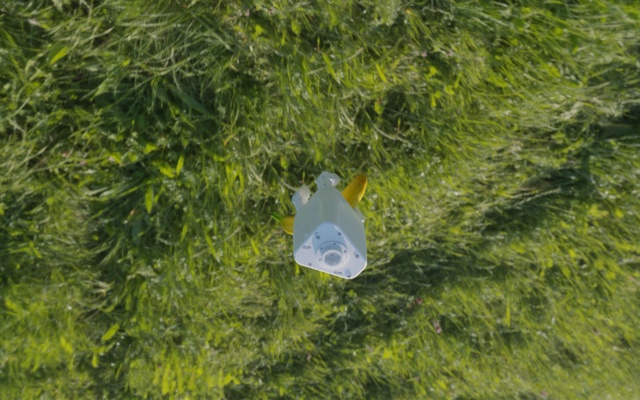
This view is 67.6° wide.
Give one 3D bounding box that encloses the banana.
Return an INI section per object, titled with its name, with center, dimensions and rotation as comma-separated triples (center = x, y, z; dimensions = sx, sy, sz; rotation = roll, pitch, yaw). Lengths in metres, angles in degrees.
[banana]
center = 0.006, 0.020, 0.871
dimensions = 0.198, 0.070, 0.037
rotation = -23, 19, 17
